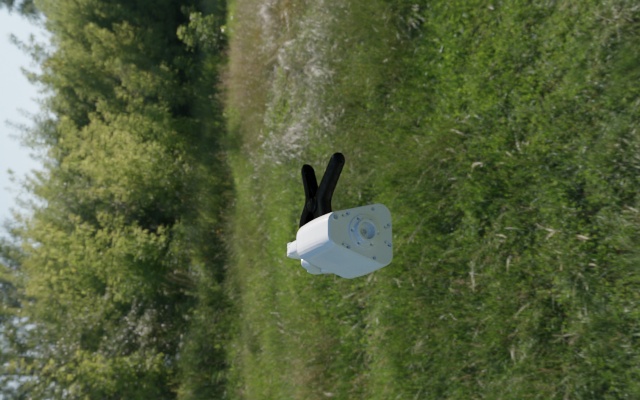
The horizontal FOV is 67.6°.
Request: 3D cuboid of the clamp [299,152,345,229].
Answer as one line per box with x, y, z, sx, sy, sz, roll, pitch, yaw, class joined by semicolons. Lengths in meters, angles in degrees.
0.000;0.003;0.792;0.039;0.171;0.120;8;-19;-24;clamp
